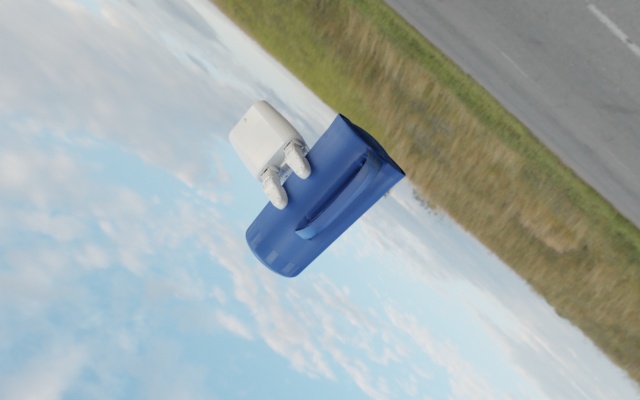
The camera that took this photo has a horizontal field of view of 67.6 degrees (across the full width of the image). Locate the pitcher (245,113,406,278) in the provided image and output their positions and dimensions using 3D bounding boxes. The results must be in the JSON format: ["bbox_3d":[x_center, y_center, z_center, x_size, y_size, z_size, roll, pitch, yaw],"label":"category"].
[{"bbox_3d":[0.000,0.002,0.709,0.145,0.243,0.149,50,15,30],"label":"pitcher"}]
